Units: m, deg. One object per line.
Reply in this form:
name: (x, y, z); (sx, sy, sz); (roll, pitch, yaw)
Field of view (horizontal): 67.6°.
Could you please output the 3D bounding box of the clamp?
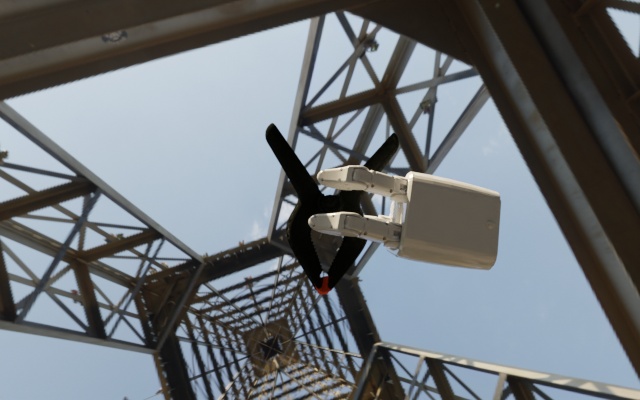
clamp: (0.000, 0.003, 0.564); (0.164, 0.210, 0.036); (10, -18, 1)
